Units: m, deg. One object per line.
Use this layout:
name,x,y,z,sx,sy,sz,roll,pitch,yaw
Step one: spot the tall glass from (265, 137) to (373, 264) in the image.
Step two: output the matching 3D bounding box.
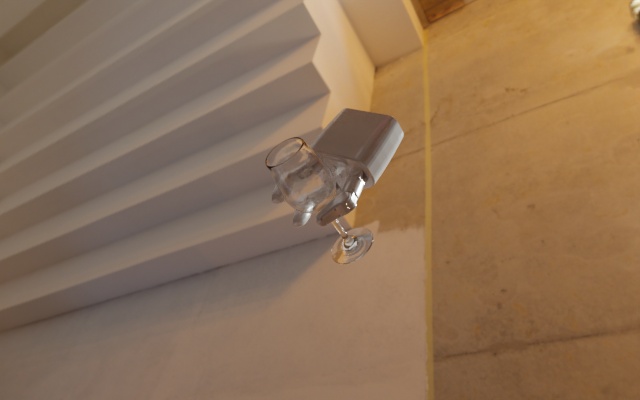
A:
tall glass,0.000,0.003,0.699,0.079,0.079,0.201,0,-43,44
